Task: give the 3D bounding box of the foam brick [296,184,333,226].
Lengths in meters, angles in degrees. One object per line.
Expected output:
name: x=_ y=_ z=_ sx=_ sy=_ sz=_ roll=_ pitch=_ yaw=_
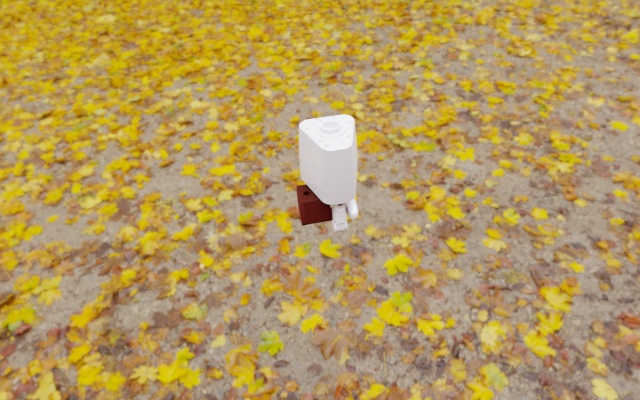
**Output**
foam brick: x=0.000 y=0.003 z=0.827 sx=0.078 sy=0.051 sz=0.053 roll=-10 pitch=39 yaw=-7
